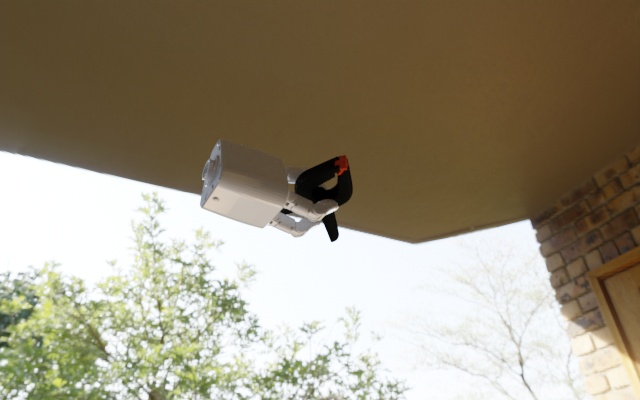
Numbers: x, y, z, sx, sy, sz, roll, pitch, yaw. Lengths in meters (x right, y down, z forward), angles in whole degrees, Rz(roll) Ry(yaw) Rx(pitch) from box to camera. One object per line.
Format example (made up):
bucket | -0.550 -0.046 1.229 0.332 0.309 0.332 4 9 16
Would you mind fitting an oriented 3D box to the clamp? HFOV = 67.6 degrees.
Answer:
clamp | 0.000 0.002 0.792 0.164 0.036 0.210 19 -41 -25
